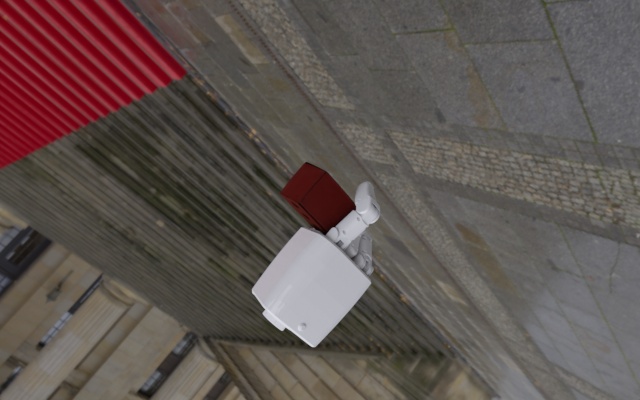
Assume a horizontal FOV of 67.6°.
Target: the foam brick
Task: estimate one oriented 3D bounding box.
[{"bbox_3d":[0.000,0.002,0.573,0.078,0.051,0.053,47,-10,-31],"label":"foam brick"}]
